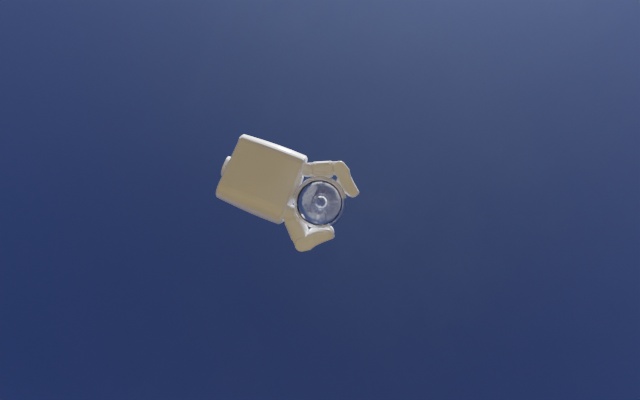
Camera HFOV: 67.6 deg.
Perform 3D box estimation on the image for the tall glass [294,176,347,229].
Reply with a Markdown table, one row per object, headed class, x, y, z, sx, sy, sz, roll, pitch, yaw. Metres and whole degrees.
| class | x | y | z | sx | sy | sz | roll | pitch | yaw |
| --- | --- | --- | --- | --- | --- | --- | --- | --- | --- |
| tall glass | 0.000 | 0.002 | 0.743 | 0.079 | 0.079 | 0.201 | 0 | 1 | 1 |
